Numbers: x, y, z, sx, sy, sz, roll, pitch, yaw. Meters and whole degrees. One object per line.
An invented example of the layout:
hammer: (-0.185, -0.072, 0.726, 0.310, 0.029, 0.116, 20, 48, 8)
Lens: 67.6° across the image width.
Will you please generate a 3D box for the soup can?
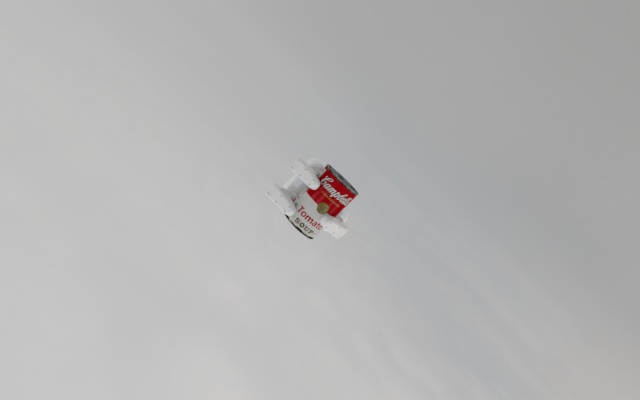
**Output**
soup can: (0.000, 0.003, 0.746, 0.068, 0.102, 0.068, 43, 8, -8)
